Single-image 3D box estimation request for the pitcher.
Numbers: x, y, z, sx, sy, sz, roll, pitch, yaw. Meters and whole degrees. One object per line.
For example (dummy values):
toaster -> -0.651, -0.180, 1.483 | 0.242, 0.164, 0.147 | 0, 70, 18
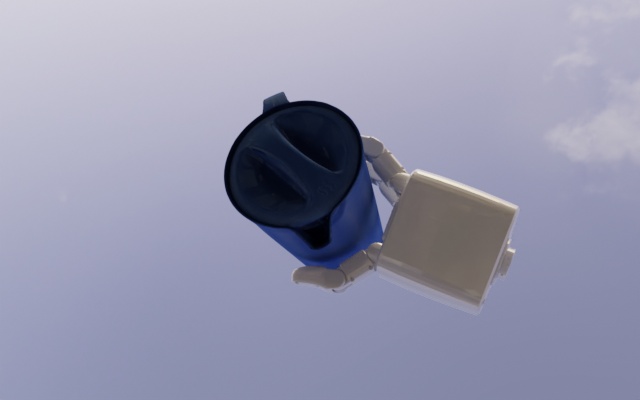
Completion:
pitcher -> 0.000, 0.002, 0.537 | 0.145, 0.149, 0.243 | 20, -18, 23
